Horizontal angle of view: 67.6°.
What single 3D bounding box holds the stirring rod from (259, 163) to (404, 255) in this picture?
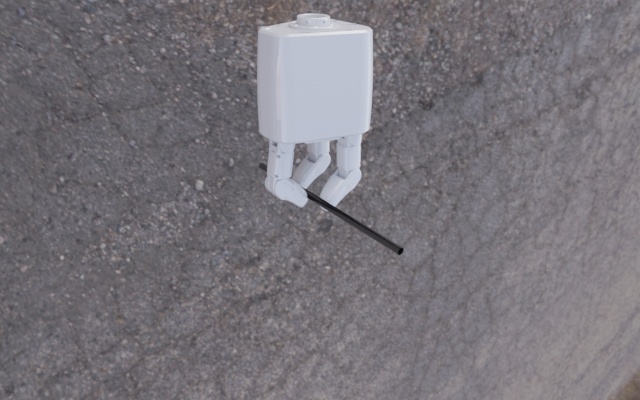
[{"bbox_3d":[0.000,0.002,0.533,0.011,0.011,0.239,0,23,-43],"label":"stirring rod"}]
